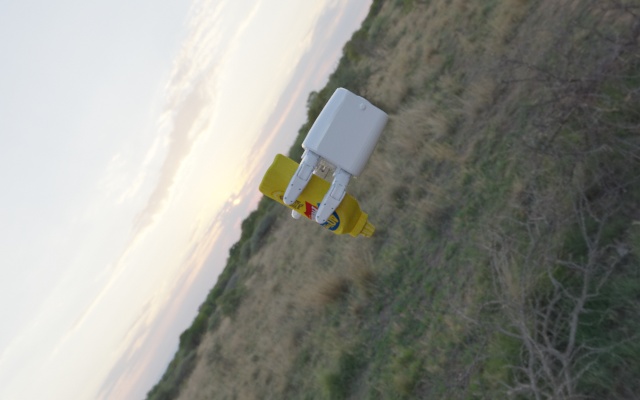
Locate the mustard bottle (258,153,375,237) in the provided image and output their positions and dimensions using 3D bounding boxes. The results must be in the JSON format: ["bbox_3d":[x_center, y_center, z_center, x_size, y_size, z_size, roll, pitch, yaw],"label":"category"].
[{"bbox_3d":[0.000,0.003,0.746,0.191,0.058,0.096,30,-26,-5],"label":"mustard bottle"}]
